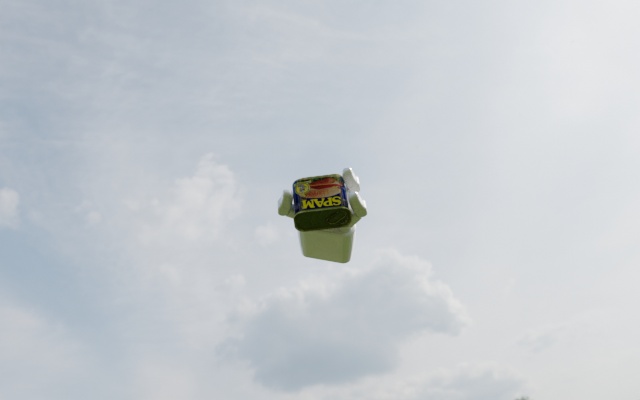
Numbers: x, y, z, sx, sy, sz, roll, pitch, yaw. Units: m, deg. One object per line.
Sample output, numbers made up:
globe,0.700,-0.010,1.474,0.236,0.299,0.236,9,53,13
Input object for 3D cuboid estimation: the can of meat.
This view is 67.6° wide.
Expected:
can of meat,0.000,0.003,0.860,0.102,0.083,0.057,-6,-39,-1
